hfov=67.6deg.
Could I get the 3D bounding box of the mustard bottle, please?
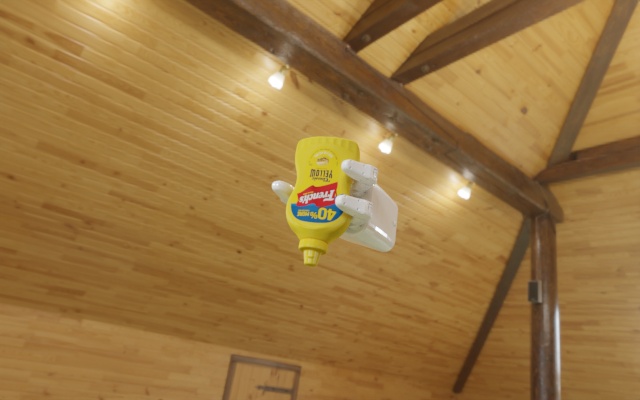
[{"bbox_3d":[0.000,0.002,0.699,0.096,0.191,0.058,5,-21,11],"label":"mustard bottle"}]
